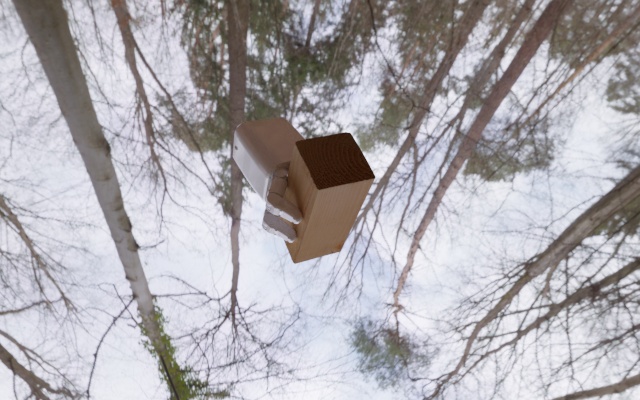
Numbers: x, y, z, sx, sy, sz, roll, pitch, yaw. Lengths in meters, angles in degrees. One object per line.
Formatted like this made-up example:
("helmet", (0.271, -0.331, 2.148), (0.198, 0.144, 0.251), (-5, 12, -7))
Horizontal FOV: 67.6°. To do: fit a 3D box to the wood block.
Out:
("wood block", (0.000, 0.002, 0.736), (0.091, 0.090, 0.206), (-13, -31, -22))
